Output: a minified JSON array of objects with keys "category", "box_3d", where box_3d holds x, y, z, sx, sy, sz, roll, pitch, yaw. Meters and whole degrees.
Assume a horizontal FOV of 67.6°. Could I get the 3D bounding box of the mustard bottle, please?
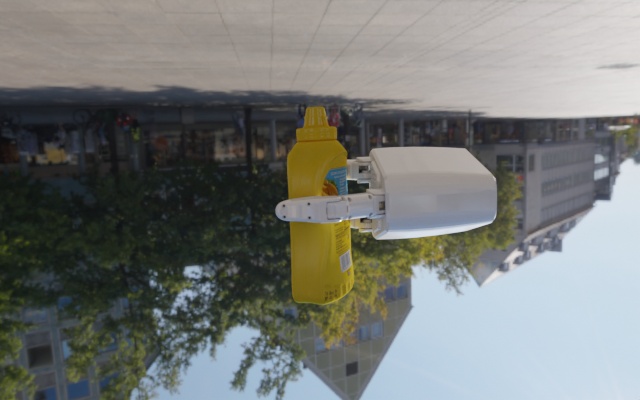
[{"category":"mustard bottle","box_3d":[0.000,0.002,0.490,0.058,0.191,0.096,1,8,22]}]
